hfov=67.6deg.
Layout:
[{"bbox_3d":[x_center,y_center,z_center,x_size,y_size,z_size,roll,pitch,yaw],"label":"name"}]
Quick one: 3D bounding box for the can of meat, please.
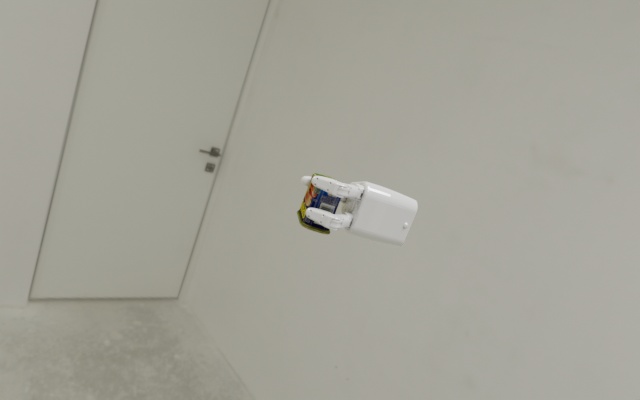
[{"bbox_3d":[0.000,0.002,0.862,0.057,0.084,0.102,18,13,-12],"label":"can of meat"}]
